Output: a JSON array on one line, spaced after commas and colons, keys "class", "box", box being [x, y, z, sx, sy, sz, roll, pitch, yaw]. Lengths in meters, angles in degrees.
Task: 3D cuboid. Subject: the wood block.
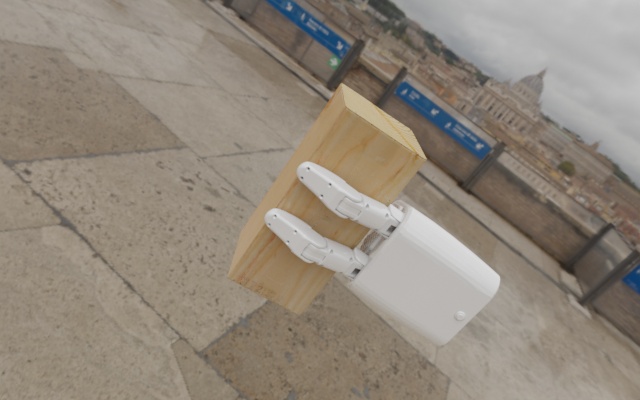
[{"class": "wood block", "box": [0.000, 0.002, 0.480, 0.090, 0.206, 0.090, 31, 23, -14]}]
